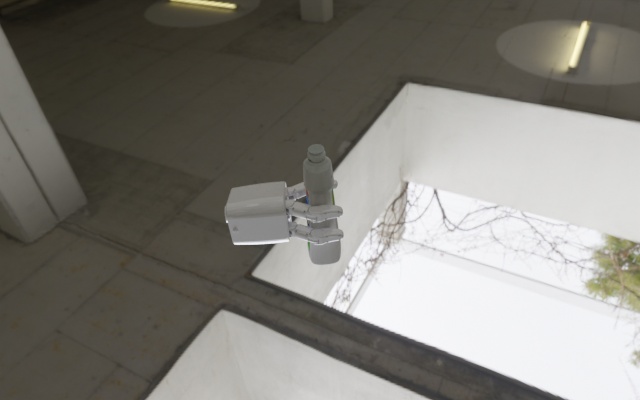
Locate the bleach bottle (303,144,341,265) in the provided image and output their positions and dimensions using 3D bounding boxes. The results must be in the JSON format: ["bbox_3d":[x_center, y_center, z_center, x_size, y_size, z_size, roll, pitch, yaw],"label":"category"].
[{"bbox_3d":[0.000,0.003,0.895,0.068,0.251,0.102,-6,40,-1],"label":"bleach bottle"}]
